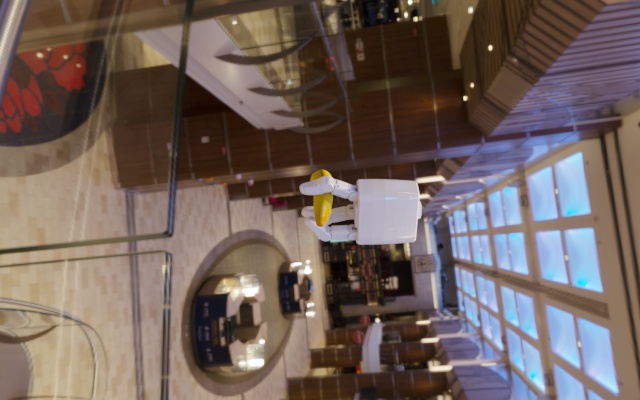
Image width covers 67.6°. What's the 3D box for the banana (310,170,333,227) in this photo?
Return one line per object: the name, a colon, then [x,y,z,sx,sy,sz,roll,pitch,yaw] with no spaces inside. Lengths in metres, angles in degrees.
banana: [0.002,-0.016,0.886,0.037,0.070,0.197,6,18,-6]
